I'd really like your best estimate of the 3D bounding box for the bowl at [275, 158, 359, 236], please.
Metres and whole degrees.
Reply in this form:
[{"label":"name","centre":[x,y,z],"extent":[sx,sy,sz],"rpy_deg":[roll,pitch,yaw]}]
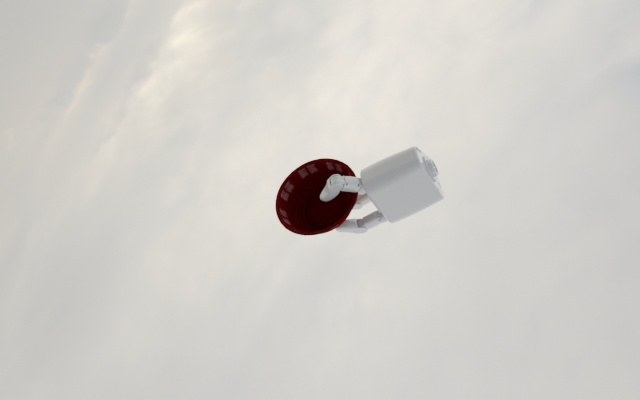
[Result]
[{"label":"bowl","centre":[-0.001,0.003,0.881],"extent":[0.162,0.162,0.055],"rpy_deg":[0,-30,24]}]
